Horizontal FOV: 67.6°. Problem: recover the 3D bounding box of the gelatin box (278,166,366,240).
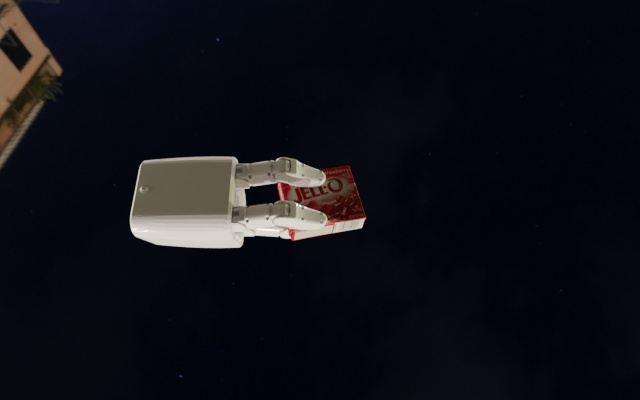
[{"bbox_3d":[0.000,0.002,0.558,0.089,0.073,0.030,-9,-28,-13],"label":"gelatin box"}]
